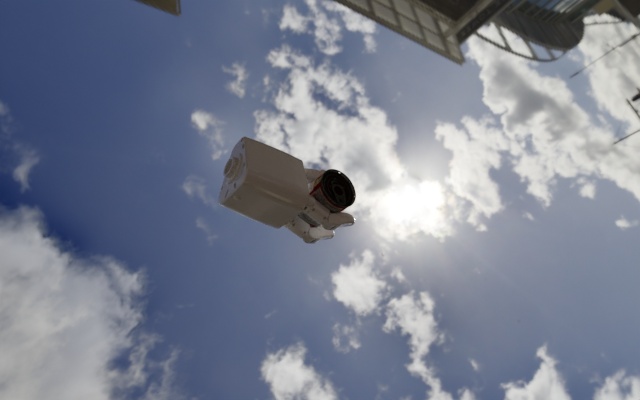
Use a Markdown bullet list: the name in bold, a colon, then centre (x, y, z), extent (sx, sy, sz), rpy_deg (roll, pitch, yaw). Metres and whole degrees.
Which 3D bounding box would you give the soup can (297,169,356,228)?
- **soup can**: centre (0.000, 0.003, 0.783), extent (0.068, 0.068, 0.102), rpy_deg (0, -27, -41)
